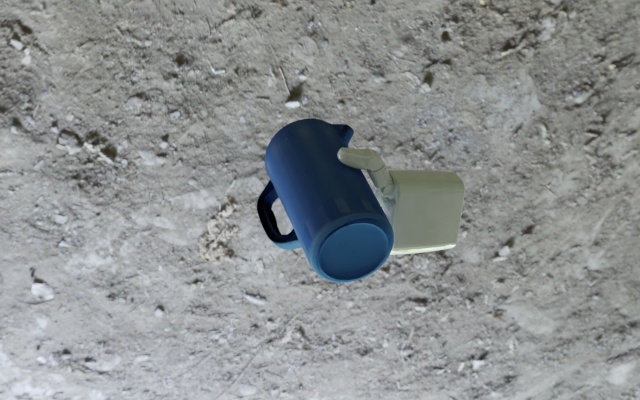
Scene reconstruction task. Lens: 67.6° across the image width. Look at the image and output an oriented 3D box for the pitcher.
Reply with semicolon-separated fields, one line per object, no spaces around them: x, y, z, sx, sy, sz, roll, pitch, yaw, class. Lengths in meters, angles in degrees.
0.000;0.002;0.657;0.145;0.149;0.242;-1;33;-17;pitcher
